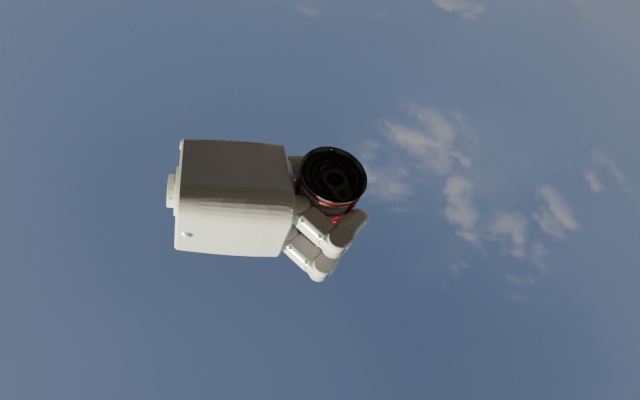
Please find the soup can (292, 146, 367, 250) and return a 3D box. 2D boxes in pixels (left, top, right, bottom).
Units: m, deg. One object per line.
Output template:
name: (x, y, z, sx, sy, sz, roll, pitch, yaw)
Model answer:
soup can: (0.000, 0.002, 0.501, 0.068, 0.068, 0.102, 0, -33, -18)
